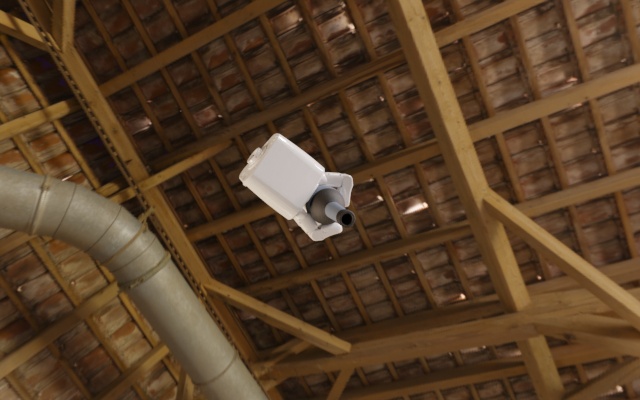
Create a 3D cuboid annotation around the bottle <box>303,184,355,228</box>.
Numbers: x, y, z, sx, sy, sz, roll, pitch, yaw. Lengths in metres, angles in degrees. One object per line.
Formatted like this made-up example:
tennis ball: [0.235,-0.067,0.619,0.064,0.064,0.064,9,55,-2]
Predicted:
bottle: [0.000,0.003,0.870,0.069,0.069,0.295,0,10,-16]
